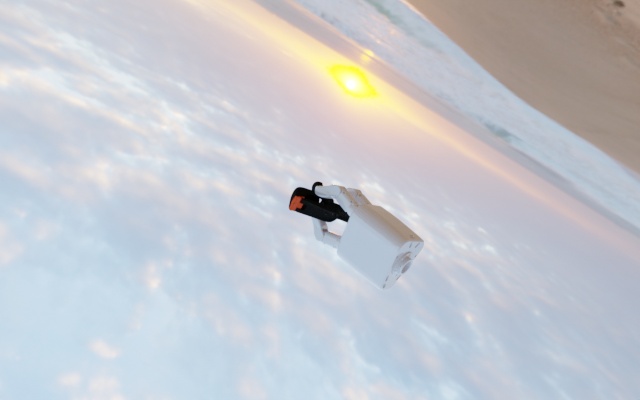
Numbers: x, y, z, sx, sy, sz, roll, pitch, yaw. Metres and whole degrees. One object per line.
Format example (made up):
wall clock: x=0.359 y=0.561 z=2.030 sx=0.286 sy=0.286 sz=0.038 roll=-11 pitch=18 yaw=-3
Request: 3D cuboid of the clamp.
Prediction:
clamp: x=0.000 y=0.004 z=0.895 sx=0.164 sy=0.036 sz=0.210 roll=36 pitch=16 yaw=32
